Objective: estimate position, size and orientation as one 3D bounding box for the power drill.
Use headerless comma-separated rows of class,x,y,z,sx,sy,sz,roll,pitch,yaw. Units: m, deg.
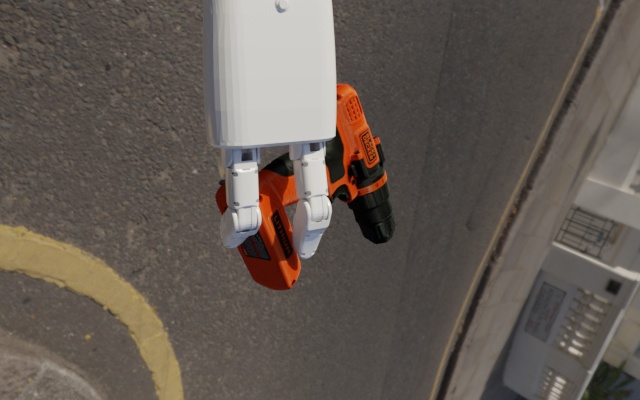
power drill,0.000,0.002,0.467,0.057,0.184,0.187,-1,30,42
